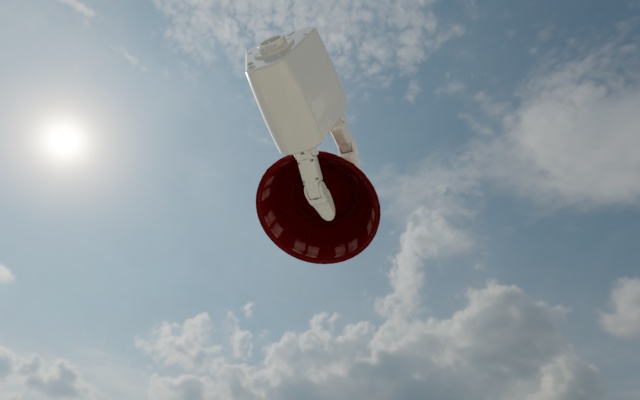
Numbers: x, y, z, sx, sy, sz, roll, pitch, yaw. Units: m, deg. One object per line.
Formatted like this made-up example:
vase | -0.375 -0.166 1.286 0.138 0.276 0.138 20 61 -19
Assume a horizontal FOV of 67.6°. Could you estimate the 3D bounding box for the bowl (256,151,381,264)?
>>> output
bowl | 0.000 0.003 0.626 0.162 0.162 0.055 0 26 13
